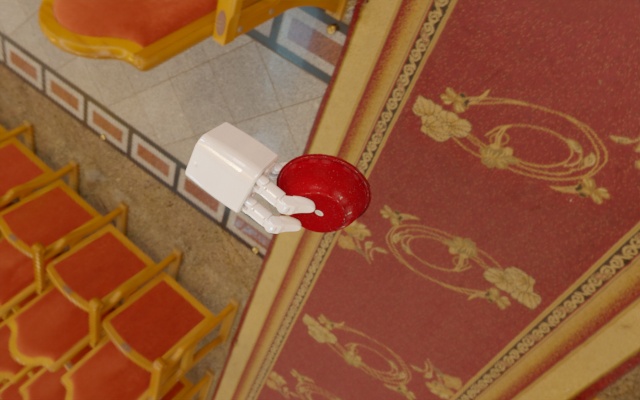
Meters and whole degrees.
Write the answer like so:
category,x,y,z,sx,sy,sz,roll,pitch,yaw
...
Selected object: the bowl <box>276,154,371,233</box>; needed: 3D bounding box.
category,x,y,z,sx,sy,sz,roll,pitch,yaw
bowl,0.001,0.003,0.781,0.162,0.162,0.055,0,44,14
